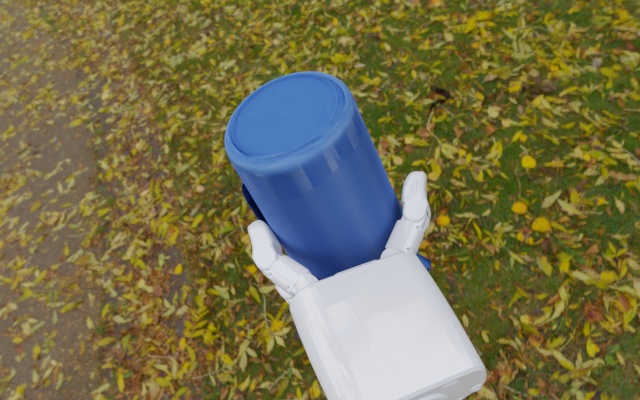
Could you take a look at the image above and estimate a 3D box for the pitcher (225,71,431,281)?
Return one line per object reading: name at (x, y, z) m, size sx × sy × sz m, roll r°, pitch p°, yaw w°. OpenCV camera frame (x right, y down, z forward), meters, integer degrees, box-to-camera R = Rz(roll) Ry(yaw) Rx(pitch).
pitcher at (0.000, 0.002, 0.459) m, size 0.149 × 0.145 × 0.243 m, roll -26°, pitch -41°, yaw 2°
